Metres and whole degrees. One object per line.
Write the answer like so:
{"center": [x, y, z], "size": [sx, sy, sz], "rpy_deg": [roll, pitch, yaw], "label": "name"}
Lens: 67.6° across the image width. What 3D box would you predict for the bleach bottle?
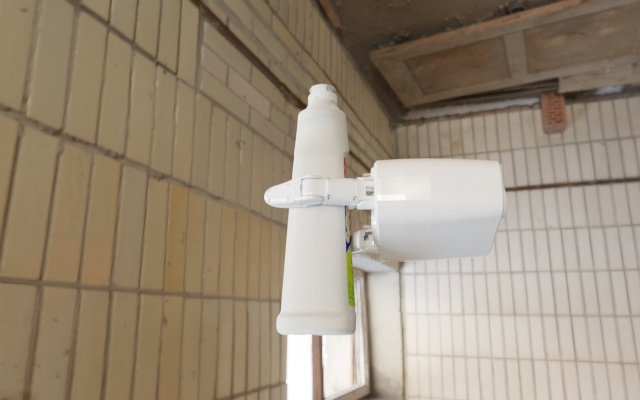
{"center": [0.000, 0.002, 0.467], "size": [0.068, 0.250, 0.102], "rpy_deg": [-1, -15, 7], "label": "bleach bottle"}
